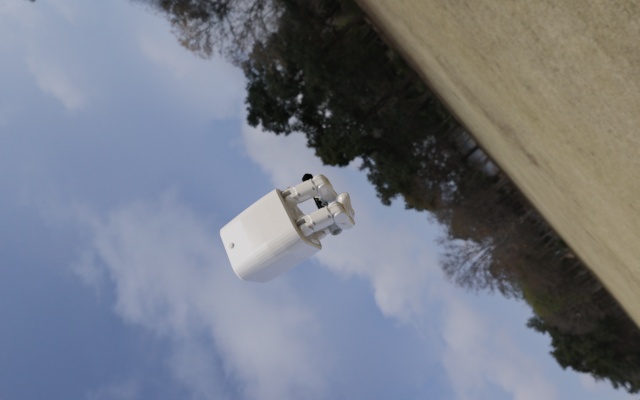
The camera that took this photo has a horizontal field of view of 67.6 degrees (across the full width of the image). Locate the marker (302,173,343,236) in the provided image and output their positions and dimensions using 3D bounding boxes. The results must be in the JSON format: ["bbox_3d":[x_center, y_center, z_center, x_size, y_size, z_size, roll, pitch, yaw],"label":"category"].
[{"bbox_3d":[0.000,0.002,0.717,0.020,0.121,0.020,-18,-38,-15],"label":"marker"}]
